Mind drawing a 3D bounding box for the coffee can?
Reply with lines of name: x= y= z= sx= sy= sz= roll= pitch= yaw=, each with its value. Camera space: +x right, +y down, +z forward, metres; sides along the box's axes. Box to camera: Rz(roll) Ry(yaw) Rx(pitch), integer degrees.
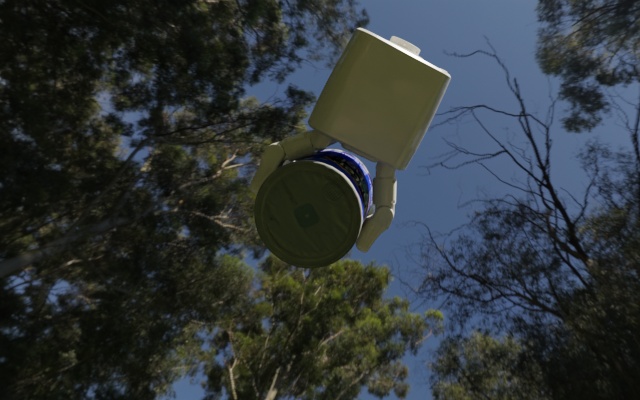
coffee can: x=0.000 y=0.002 z=0.508 sx=0.103 sy=0.103 sz=0.140 roll=0 pitch=11 yaw=11
